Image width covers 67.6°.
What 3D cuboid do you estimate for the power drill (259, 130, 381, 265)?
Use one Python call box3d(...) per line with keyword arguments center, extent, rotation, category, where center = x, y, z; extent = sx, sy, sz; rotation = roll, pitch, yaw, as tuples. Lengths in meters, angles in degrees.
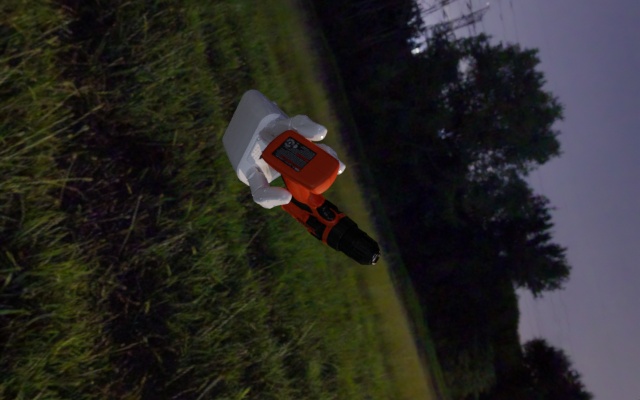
box3d(center=(0.000, 0.002, 0.654), extent=(0.184, 0.057, 0.188), rotation=(33, -21, 27), category="power drill")
